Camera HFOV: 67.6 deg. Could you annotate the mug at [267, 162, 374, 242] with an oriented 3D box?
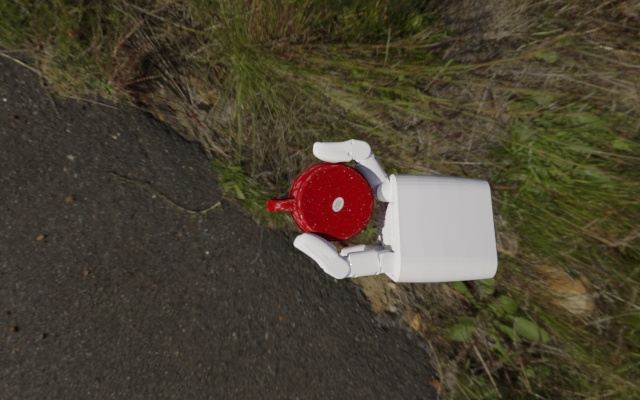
[{"bbox_3d":[-0.001,0.002,0.522,0.117,0.093,0.081,-1,1,-5],"label":"mug"}]
